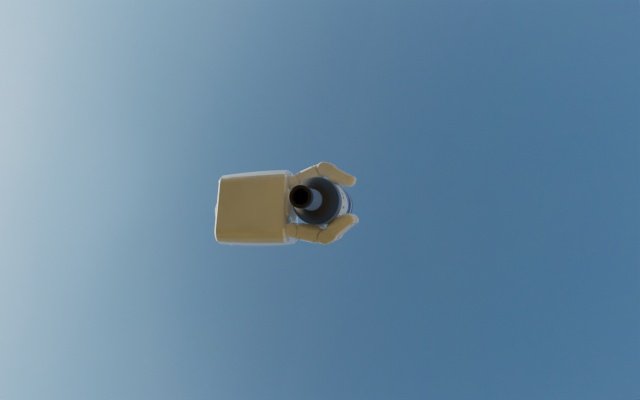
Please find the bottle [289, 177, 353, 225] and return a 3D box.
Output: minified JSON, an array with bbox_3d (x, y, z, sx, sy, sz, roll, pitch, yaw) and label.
[{"bbox_3d":[0.000,0.002,0.692,0.069,0.069,0.296,0,-3,9],"label":"bottle"}]
